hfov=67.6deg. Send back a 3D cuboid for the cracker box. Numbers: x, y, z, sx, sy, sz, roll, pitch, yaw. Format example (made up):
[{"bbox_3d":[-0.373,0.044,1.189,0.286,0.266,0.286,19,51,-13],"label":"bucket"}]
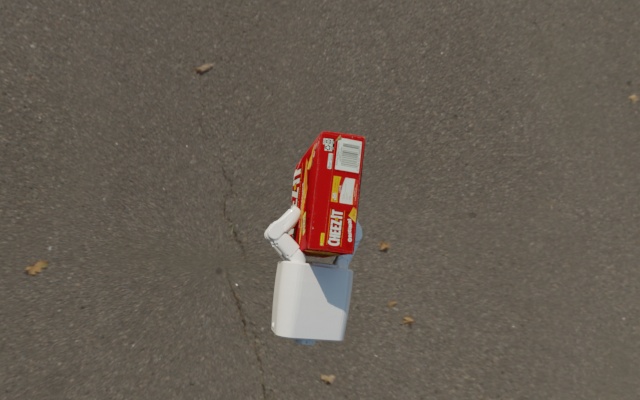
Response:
[{"bbox_3d":[0.000,0.002,0.733,0.072,0.164,0.214,8,-9,-11],"label":"cracker box"}]
